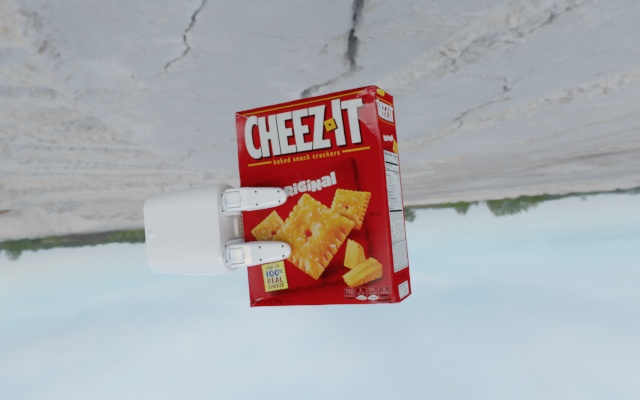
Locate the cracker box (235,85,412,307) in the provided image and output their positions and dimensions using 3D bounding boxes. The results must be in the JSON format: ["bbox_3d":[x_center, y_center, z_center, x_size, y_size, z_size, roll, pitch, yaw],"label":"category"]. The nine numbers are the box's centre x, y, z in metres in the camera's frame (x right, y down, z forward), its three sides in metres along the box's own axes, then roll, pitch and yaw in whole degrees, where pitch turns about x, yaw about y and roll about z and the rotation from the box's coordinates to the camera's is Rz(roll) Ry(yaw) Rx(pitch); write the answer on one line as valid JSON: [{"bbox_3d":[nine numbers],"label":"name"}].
[{"bbox_3d":[0.000,0.002,0.505,0.164,0.213,0.072,-6,-2,23],"label":"cracker box"}]
